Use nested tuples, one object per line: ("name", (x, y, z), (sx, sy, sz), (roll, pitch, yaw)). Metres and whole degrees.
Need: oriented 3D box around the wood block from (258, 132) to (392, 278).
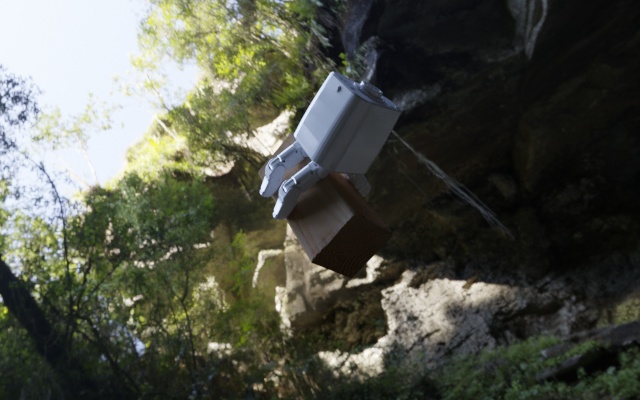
("wood block", (0.001, 0.002, 0.695), (0.091, 0.090, 0.206), (27, 20, -43))
